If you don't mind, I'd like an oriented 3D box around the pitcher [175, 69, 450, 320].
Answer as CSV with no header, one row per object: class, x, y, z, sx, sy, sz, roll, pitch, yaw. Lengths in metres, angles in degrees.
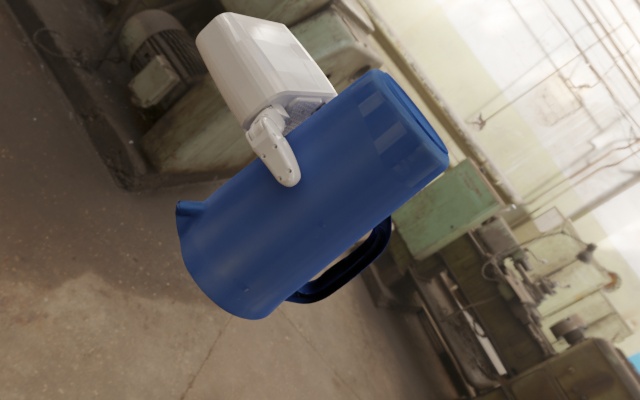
pitcher,0.000,0.001,0.453,0.243,0.145,0.149,-38,-15,19
